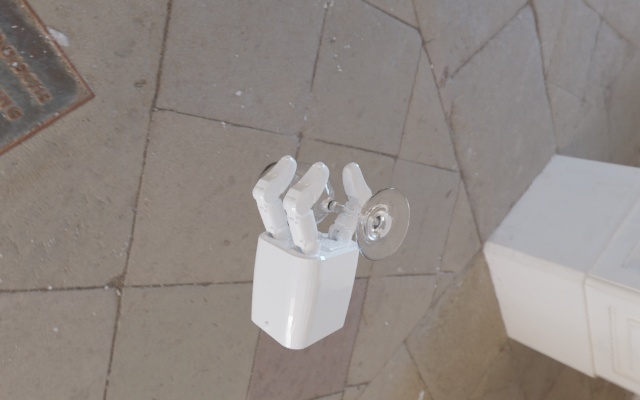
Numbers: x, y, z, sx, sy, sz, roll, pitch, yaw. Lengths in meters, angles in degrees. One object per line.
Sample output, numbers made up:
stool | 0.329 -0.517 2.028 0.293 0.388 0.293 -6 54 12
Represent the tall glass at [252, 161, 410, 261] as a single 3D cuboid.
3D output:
tall glass | 0.001 0.002 0.540 0.079 0.079 0.201 0 13 -40
